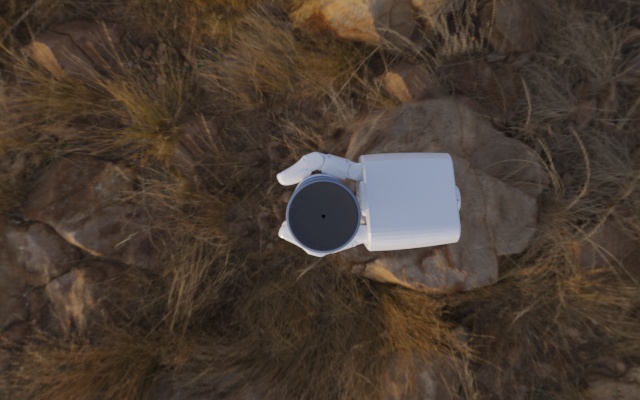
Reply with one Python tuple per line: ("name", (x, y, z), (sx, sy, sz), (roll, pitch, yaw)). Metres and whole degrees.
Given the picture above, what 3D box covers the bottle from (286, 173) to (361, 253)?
("bottle", (0.000, 0.002, 0.565), (0.069, 0.069, 0.295), (0, 5, -1))
